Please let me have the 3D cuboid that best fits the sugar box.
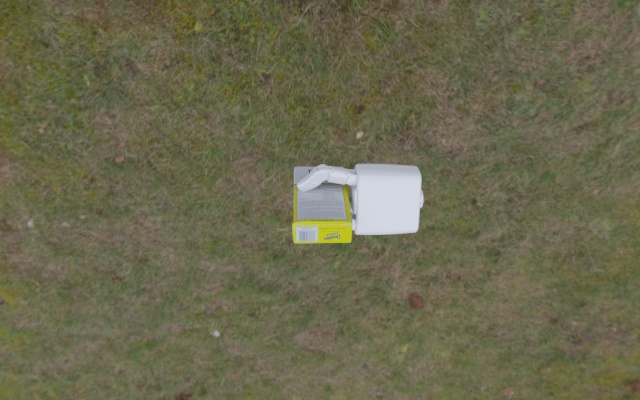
[{"bbox_3d":[0.000,0.003,0.805,0.093,0.048,0.176,0,31,-2],"label":"sugar box"}]
